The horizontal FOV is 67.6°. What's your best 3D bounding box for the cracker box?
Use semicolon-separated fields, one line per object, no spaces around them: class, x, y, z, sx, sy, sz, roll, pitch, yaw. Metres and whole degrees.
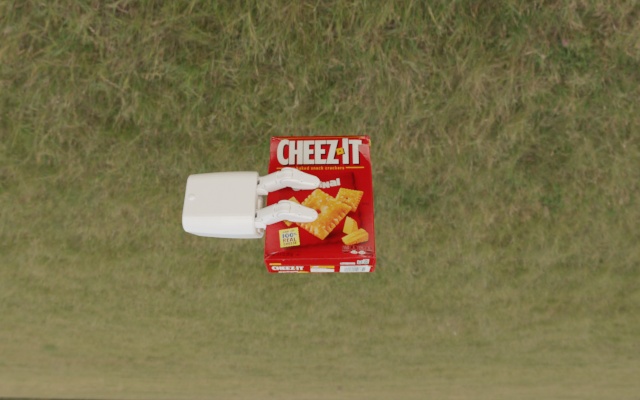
cracker box;0.000;0.003;0.747;0.164;0.213;0.072;0;-26;1
